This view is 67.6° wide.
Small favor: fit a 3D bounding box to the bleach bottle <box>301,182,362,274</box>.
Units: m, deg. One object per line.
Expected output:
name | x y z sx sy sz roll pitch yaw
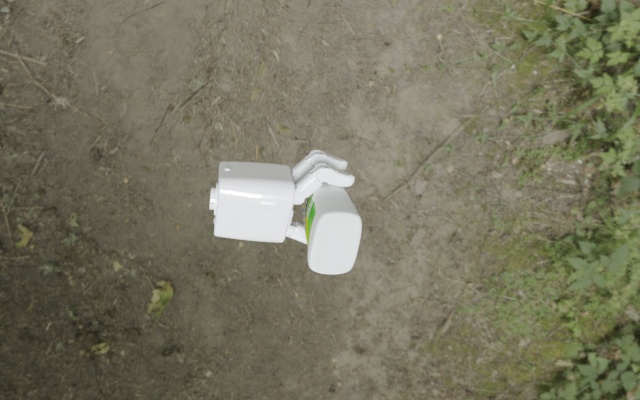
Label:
bleach bottle | 0.000 0.002 0.746 0.068 0.103 0.250 5 26 -13
